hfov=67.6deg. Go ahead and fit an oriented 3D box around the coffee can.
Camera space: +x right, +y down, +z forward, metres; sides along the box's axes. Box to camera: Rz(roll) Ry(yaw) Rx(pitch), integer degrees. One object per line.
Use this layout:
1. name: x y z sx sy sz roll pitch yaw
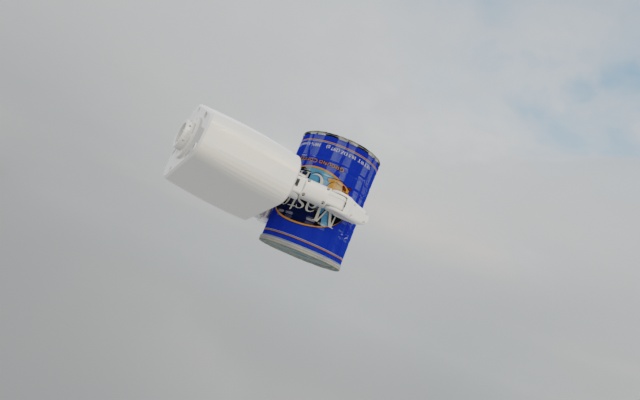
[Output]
1. coffee can: 0.000 0.002 0.578 0.103 0.140 0.103 21 -11 4
